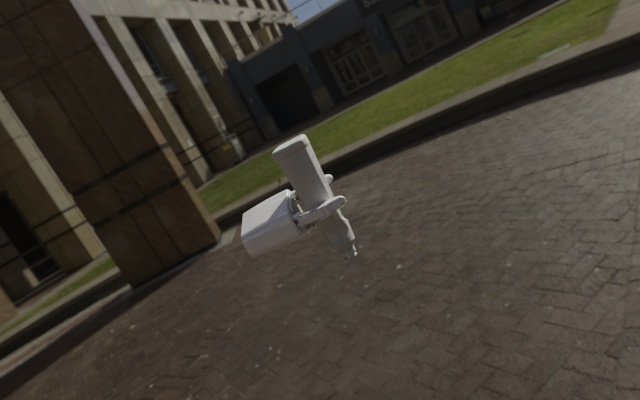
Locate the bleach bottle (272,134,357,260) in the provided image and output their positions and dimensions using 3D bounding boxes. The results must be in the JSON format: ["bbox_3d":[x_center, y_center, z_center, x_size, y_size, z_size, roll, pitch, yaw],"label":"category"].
[{"bbox_3d":[0.000,0.003,0.892,0.068,0.251,0.102,-26,12,9],"label":"bleach bottle"}]
